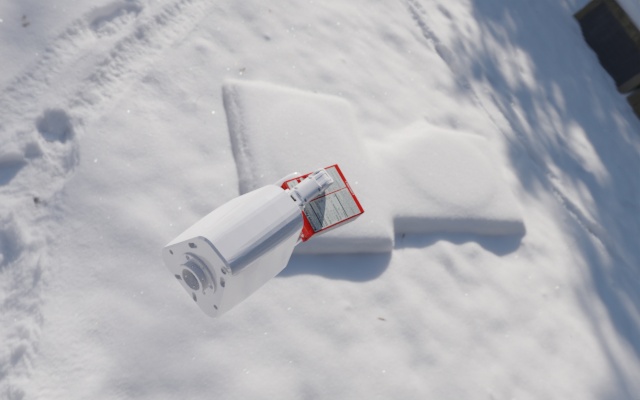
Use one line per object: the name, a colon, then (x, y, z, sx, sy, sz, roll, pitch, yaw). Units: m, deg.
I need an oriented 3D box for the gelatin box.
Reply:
gelatin box: (0.001, 0.002, 0.587, 0.089, 0.073, 0.030, -21, -14, -36)
